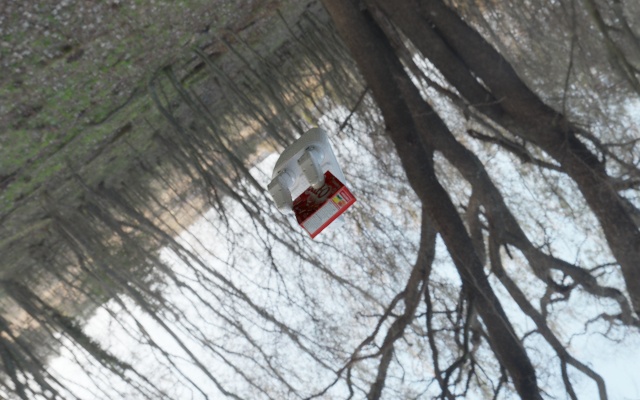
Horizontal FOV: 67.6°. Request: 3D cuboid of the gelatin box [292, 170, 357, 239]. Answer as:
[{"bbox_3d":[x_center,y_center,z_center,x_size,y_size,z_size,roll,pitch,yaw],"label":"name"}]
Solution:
[{"bbox_3d":[0.000,0.002,0.609,0.073,0.030,0.089,-41,20,2],"label":"gelatin box"}]
